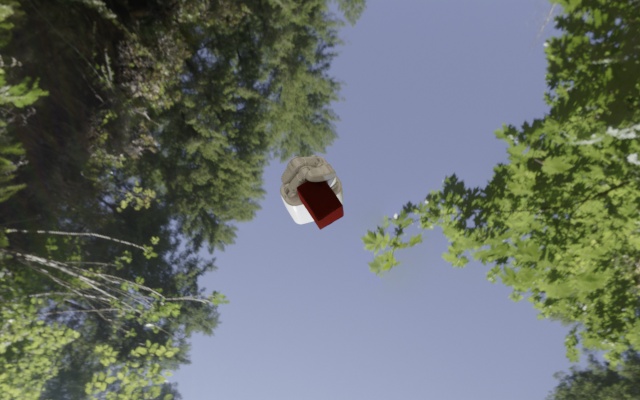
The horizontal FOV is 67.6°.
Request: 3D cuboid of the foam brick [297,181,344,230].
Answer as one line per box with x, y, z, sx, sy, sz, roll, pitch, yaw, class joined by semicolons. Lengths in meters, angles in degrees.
0.000;0.003;0.858;0.053;0.078;0.051;-30;-24;-9;foam brick
